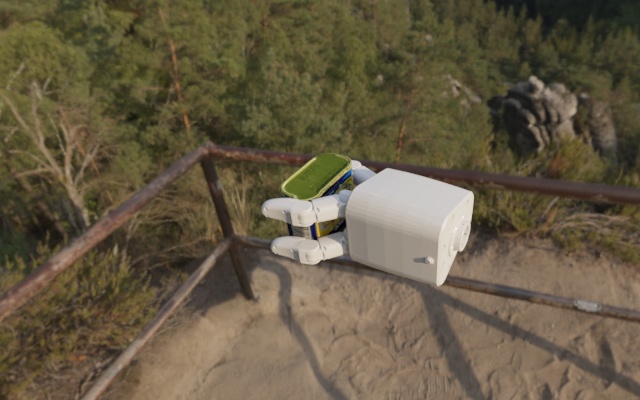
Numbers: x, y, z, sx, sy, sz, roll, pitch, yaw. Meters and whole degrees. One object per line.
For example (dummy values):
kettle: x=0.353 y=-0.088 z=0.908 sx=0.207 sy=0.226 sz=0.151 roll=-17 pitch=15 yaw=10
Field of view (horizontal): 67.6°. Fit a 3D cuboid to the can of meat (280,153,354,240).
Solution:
can of meat: x=0.000 y=0.002 z=0.577 sx=0.057 sy=0.084 sz=0.102 roll=20 pitch=45 yaw=31
